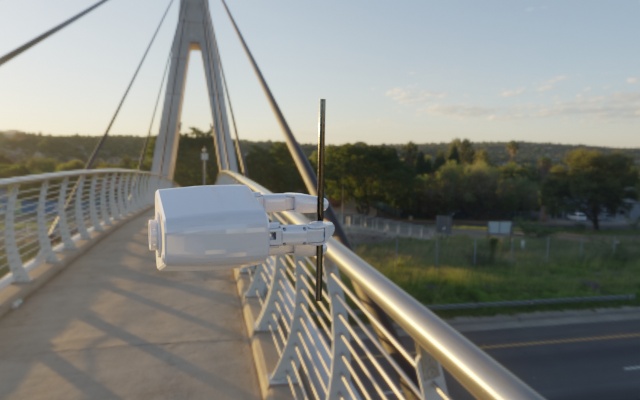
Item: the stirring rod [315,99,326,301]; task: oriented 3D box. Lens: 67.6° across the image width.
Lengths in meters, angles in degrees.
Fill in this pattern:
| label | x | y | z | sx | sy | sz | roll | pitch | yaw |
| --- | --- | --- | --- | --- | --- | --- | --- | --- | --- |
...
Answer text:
| label | x | y | z | sx | sy | sz | roll | pitch | yaw |
| --- | --- | --- | --- | --- | --- | --- | --- | --- | --- |
| stirring rod | 0.000 | 0.002 | 0.567 | 0.011 | 0.239 | 0.011 | 1 | 6 | 0 |
